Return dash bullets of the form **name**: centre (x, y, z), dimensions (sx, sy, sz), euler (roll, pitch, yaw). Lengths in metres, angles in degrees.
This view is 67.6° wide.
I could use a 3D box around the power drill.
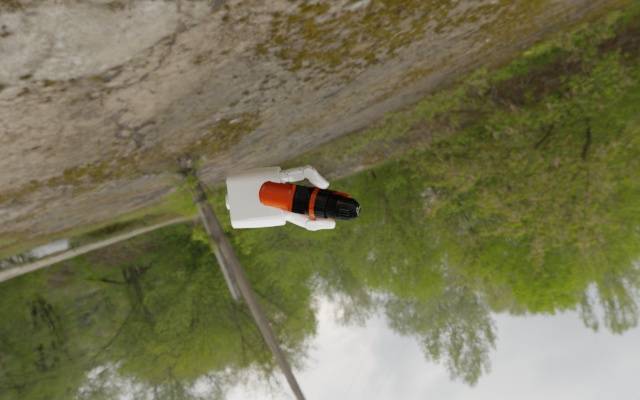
- **power drill**: centre (0.000, 0.003, 0.891), dimensions (0.184, 0.057, 0.187), euler (13, 0, 17)
